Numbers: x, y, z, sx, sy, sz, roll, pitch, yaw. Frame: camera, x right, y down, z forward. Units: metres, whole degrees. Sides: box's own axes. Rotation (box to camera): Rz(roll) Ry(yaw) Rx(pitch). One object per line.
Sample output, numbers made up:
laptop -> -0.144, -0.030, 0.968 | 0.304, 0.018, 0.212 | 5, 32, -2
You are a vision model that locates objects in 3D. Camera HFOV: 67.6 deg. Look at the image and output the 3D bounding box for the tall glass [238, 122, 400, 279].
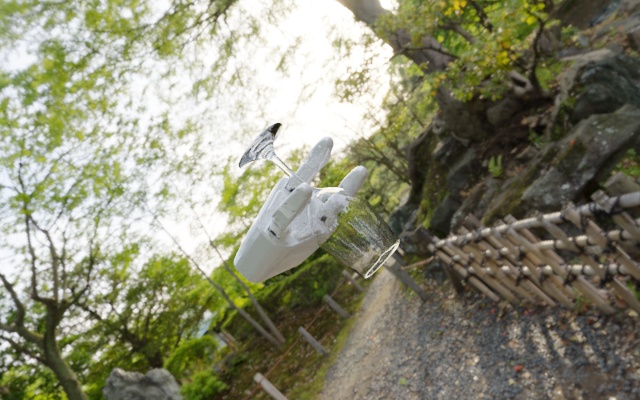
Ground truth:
tall glass -> 0.000, 0.001, 0.565 | 0.201, 0.079, 0.079 | 43, 4, 5
